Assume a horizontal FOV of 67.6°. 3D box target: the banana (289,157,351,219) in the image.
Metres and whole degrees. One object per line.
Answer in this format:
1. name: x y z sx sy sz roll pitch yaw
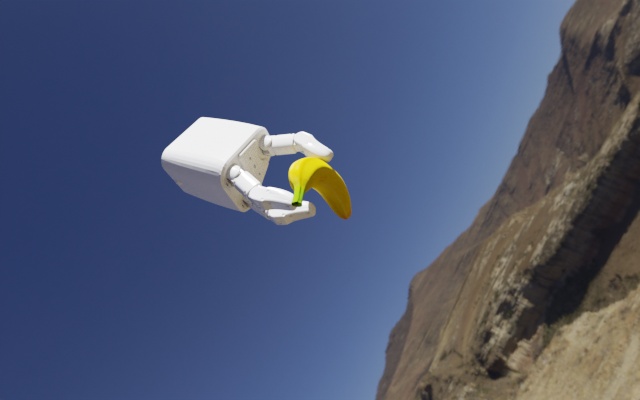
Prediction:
1. banana: 0.001 -0.017 0.624 0.037 0.069 0.198 3 -5 23
